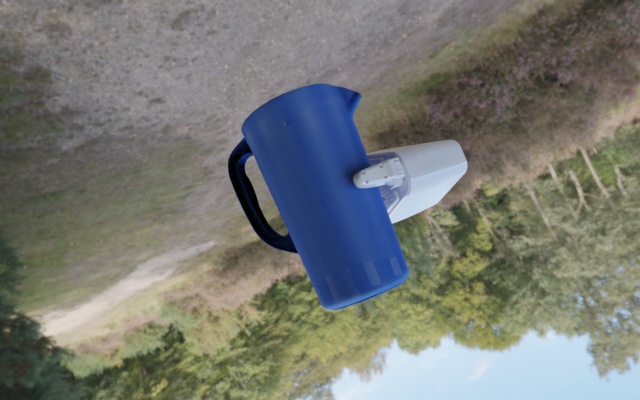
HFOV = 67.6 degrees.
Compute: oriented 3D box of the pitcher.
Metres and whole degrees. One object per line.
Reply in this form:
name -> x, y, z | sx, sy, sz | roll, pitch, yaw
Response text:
pitcher -> 0.000, 0.002, 0.564 | 0.145, 0.243, 0.149 | -17, -10, -30
